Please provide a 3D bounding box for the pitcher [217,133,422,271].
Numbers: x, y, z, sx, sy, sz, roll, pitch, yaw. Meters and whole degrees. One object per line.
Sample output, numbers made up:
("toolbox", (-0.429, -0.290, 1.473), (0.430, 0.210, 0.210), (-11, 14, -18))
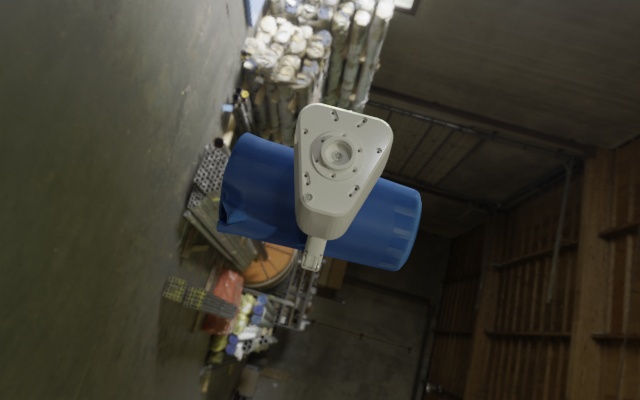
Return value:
("pitcher", (0.000, 0.002, 0.621), (0.243, 0.149, 0.145), (16, -15, 2))
